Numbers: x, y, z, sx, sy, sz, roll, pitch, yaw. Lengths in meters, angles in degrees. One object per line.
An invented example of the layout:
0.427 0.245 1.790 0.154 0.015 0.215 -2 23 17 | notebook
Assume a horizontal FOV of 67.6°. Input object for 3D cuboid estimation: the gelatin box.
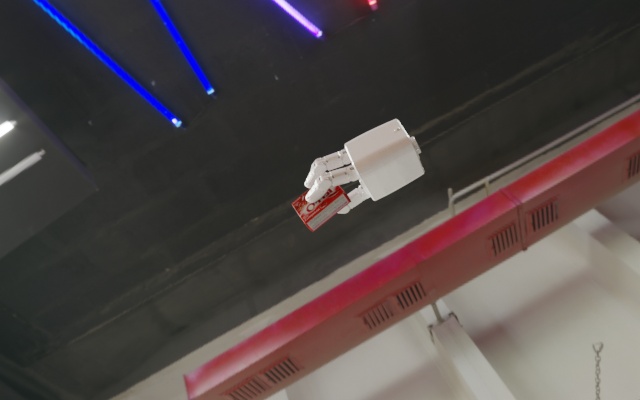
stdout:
0.000 0.003 0.850 0.030 0.089 0.073 50 1 -38 | gelatin box
